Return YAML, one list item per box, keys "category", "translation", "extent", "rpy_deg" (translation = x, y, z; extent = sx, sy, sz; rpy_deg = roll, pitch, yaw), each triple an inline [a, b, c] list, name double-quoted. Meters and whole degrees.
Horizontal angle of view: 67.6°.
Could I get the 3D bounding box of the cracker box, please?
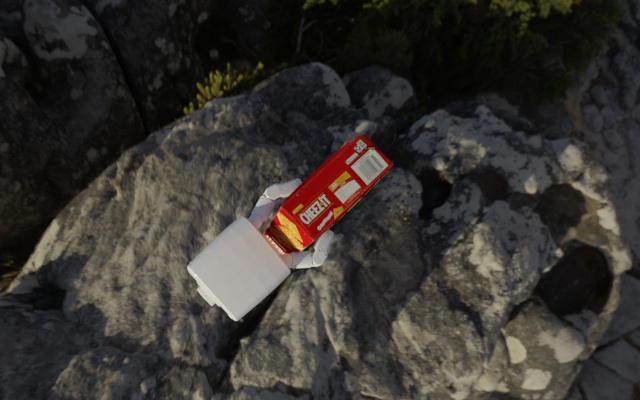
- category: "cracker box"
  translation: [0.000, 0.003, 0.735]
  extent: [0.164, 0.072, 0.214]
  rpy_deg: [-43, 0, -19]
